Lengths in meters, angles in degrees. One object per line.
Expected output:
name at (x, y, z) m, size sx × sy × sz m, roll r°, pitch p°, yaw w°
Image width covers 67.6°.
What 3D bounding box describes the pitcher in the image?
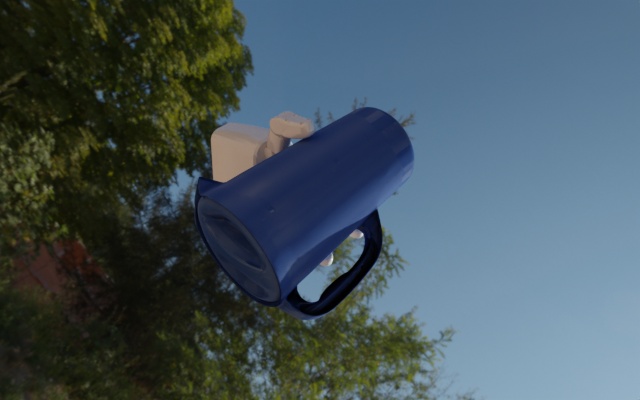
pitcher at (0.000, 0.002, 0.527) m, size 0.242 × 0.149 × 0.145 m, roll -37°, pitch 39°, yaw -30°
